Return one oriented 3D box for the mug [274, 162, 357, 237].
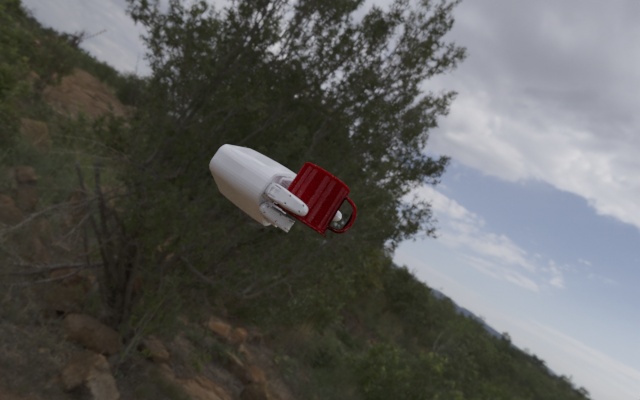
[{"bbox_3d":[0.001,0.003,0.715,0.117,0.081,0.093,32,-4,16],"label":"mug"}]
